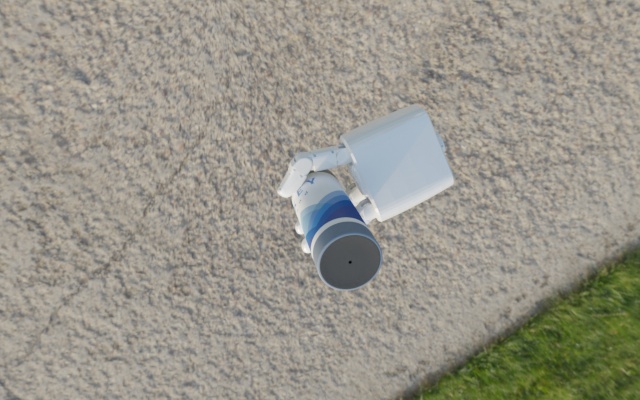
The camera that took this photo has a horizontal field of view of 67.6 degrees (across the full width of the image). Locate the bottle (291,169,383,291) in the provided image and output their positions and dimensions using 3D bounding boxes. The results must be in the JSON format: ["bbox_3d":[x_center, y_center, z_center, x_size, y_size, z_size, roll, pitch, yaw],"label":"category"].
[{"bbox_3d":[0.000,0.002,0.598,0.069,0.069,0.295,0,24,-13],"label":"bottle"}]
